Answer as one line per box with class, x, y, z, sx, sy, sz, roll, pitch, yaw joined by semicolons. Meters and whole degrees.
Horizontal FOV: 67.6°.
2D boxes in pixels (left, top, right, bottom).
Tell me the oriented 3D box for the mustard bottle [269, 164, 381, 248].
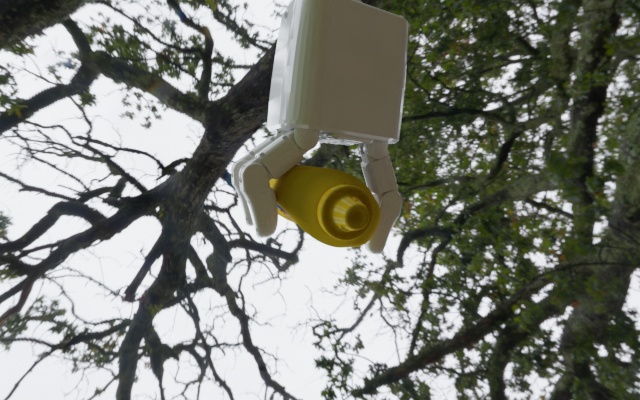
mustard bottle;0.000;0.002;0.418;0.096;0.058;0.191;30;-3;-17
